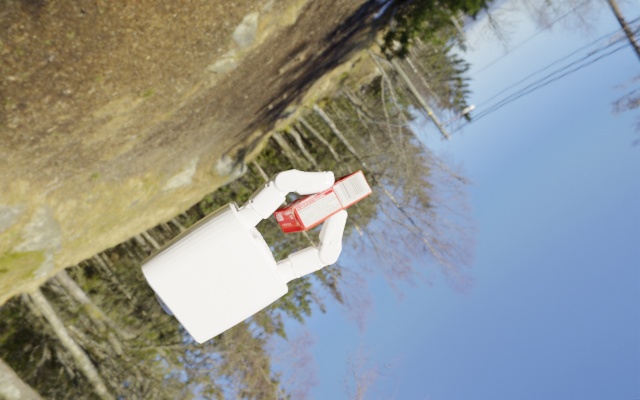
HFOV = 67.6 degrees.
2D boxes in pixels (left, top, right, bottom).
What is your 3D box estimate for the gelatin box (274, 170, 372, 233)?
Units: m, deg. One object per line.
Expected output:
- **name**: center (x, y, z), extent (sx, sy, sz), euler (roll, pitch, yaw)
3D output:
- **gelatin box**: center (0.001, 0.002, 0.518), extent (0.089, 0.030, 0.073), euler (-29, 6, -19)
